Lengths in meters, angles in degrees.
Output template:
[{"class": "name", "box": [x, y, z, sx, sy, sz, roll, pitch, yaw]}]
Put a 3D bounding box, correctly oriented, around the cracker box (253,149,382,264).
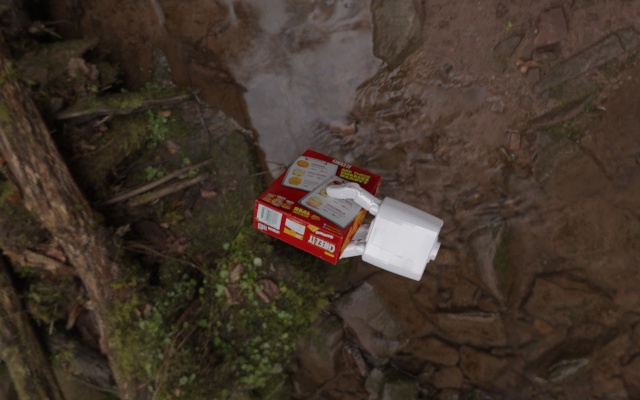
[{"class": "cracker box", "box": [0.000, 0.003, 0.876, 0.164, 0.072, 0.213, 22, 37, 13]}]
